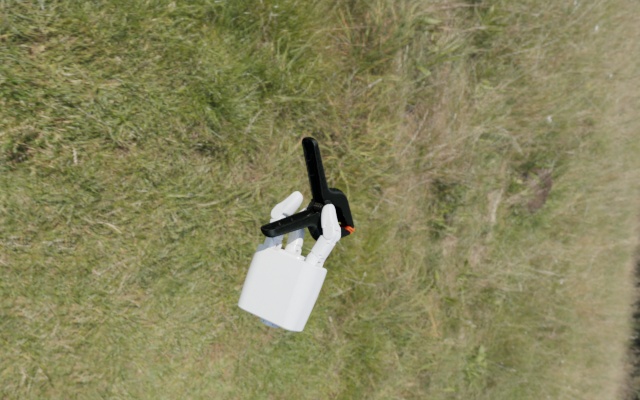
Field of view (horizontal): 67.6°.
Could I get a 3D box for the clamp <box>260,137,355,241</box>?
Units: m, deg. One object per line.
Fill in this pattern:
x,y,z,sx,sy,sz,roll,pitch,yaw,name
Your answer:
0.001,0.003,0.779,0.036,0.164,0.210,17,-6,37,clamp
